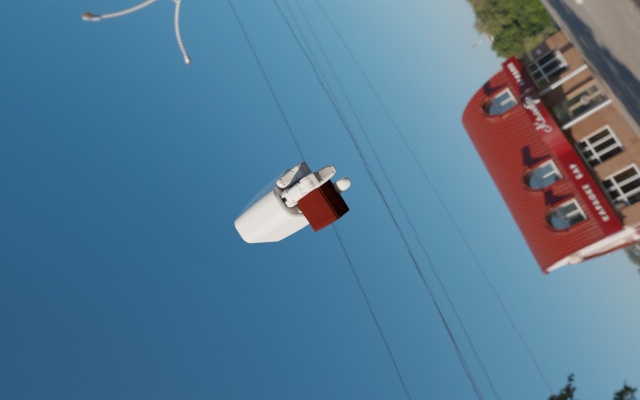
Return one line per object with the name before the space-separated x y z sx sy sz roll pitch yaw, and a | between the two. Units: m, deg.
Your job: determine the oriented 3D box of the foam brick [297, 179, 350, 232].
foam brick | 0.000 0.003 0.776 0.051 0.078 0.053 -34 -3 28
